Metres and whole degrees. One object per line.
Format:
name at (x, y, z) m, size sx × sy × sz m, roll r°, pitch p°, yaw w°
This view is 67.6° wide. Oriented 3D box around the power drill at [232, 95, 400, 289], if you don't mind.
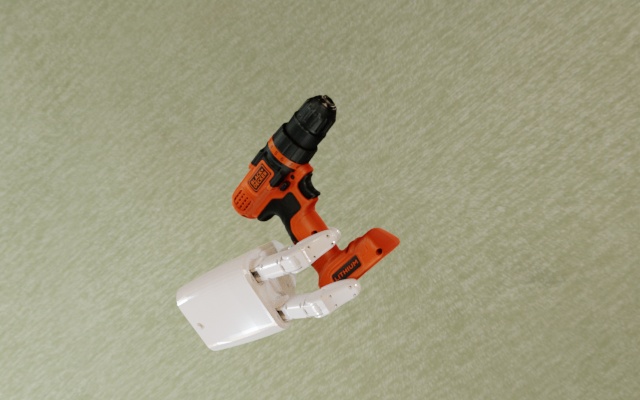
power drill at (0.000, 0.002, 0.540) m, size 0.184 × 0.187 × 0.057 m, roll -48°, pitch -15°, yaw 32°
